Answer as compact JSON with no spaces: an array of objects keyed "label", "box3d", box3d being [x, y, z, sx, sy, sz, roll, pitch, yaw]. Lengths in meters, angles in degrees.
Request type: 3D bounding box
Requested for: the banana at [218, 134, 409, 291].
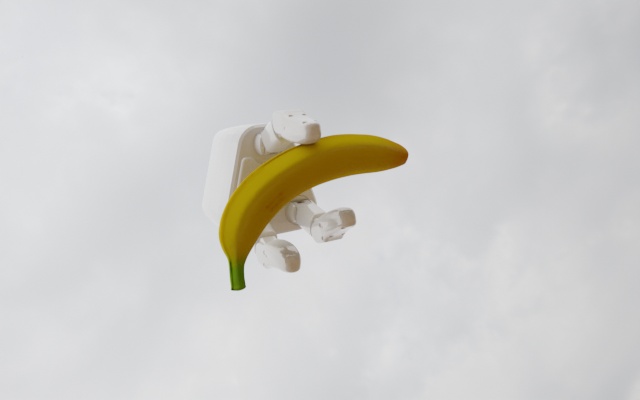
[{"label":"banana","box3d":[-0.012,-0.012,0.395,0.197,0.070,0.037,-36,15,-21]}]
